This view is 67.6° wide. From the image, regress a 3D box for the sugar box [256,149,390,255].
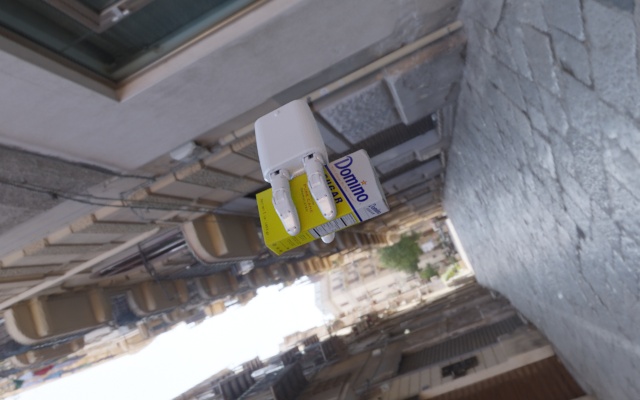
[{"bbox_3d":[0.000,0.002,0.682,0.176,0.093,0.048,-25,-34,12],"label":"sugar box"}]
